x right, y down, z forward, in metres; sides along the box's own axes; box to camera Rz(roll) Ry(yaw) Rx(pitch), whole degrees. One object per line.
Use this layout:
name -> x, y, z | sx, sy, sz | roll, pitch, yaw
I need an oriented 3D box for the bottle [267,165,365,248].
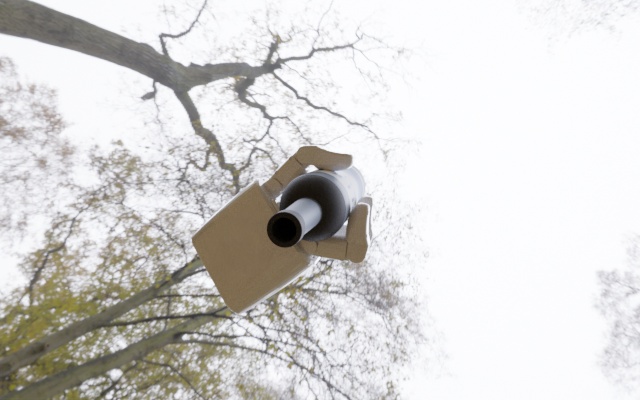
bottle -> 0.000, 0.002, 0.498 | 0.069, 0.069, 0.295 | 0, 8, 11
